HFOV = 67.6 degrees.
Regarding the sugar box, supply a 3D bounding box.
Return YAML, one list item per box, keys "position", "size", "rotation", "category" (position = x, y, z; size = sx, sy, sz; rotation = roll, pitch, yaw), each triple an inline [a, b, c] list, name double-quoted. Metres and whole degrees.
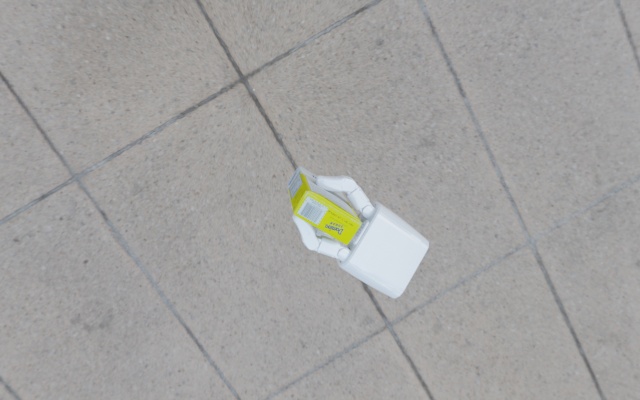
- position: [0.000, 0.003, 0.734]
  size: [0.093, 0.048, 0.176]
  rotation: [32, 7, -13]
  category: "sugar box"
